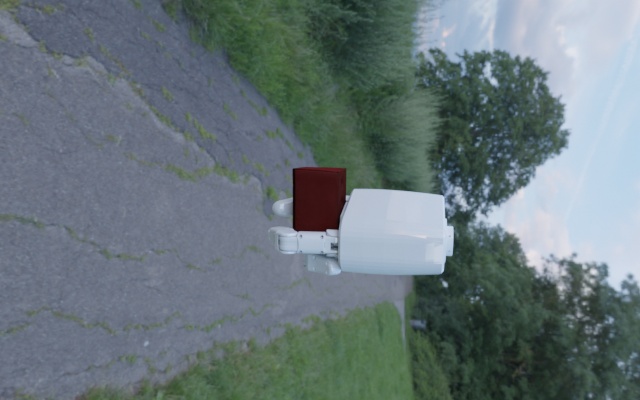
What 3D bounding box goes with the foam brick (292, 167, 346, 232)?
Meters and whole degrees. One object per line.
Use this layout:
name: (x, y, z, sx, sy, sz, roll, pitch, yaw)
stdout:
foam brick: (0.000, 0.001, 0.533, 0.051, 0.078, 0.053, 2, 9, 13)
